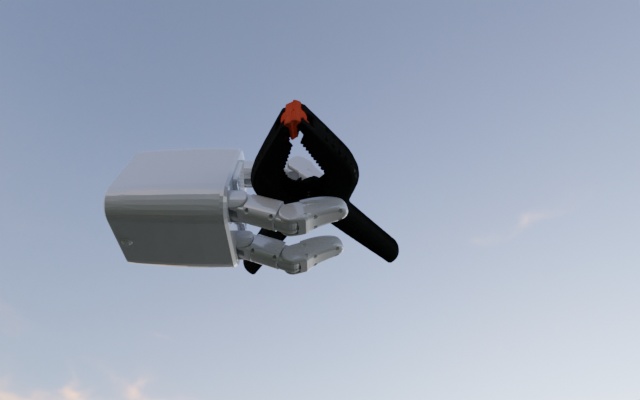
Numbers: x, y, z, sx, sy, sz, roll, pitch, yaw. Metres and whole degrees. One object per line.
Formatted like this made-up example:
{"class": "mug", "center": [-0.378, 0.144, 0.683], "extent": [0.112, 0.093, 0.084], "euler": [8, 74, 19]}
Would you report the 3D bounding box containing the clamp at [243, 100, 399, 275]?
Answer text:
{"class": "clamp", "center": [0.000, 0.000, 0.445], "extent": [0.164, 0.036, 0.210], "euler": [-2, -43, -2]}
